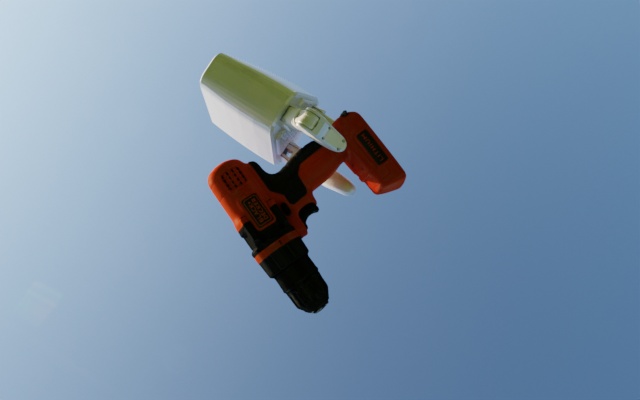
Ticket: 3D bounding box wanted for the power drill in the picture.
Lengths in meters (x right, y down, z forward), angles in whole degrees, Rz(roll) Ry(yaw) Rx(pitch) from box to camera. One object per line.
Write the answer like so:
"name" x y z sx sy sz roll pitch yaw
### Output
"power drill" 0.000 0.001 0.519 0.187 0.184 0.057 -34 -6 -21
